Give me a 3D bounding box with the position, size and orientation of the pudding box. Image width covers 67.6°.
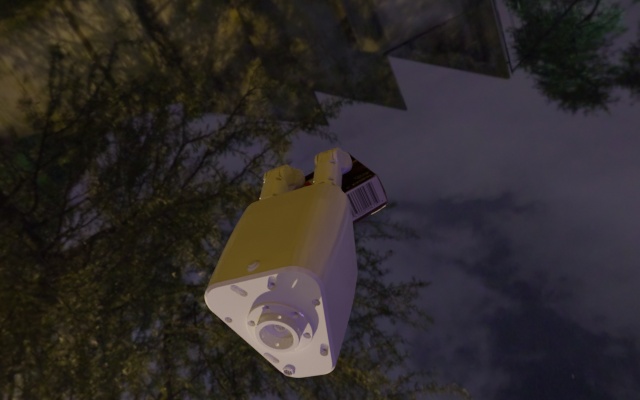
[{"bbox_3d":[0.000,0.002,0.484,0.113,0.039,0.090,-27,25,-5],"label":"pudding box"}]
